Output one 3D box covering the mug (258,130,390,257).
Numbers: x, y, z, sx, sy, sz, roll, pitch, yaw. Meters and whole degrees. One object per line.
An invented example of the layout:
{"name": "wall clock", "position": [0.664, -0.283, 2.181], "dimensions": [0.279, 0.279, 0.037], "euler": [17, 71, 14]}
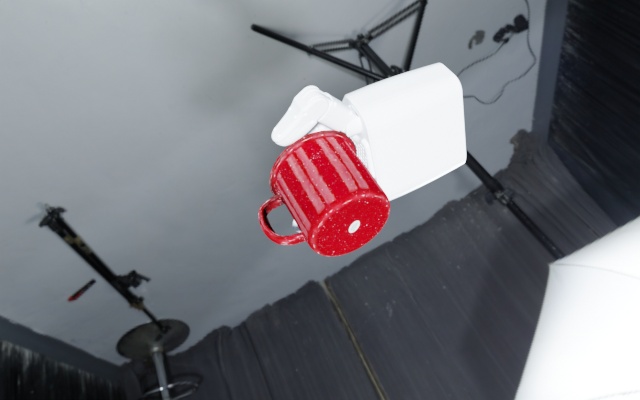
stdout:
{"name": "mug", "position": [-0.001, 0.002, 0.437], "dimensions": [0.117, 0.081, 0.093], "euler": [-25, -38, -10]}
